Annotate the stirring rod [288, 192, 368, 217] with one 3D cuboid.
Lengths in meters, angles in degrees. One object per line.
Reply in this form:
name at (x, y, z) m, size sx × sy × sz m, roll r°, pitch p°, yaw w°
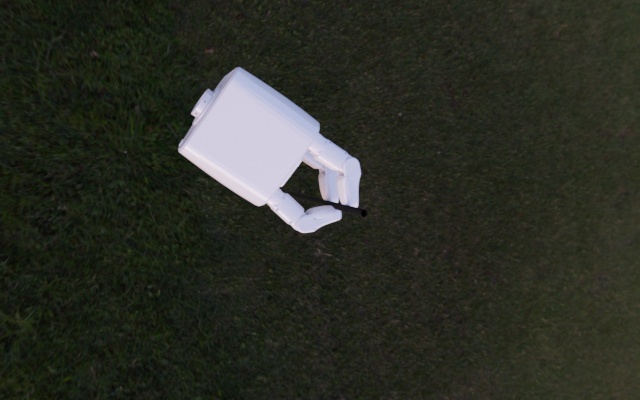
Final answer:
stirring rod at (0.000, 0.002, 0.605) m, size 0.011 × 0.011 × 0.239 m, roll 0°, pitch 5°, yaw -22°
